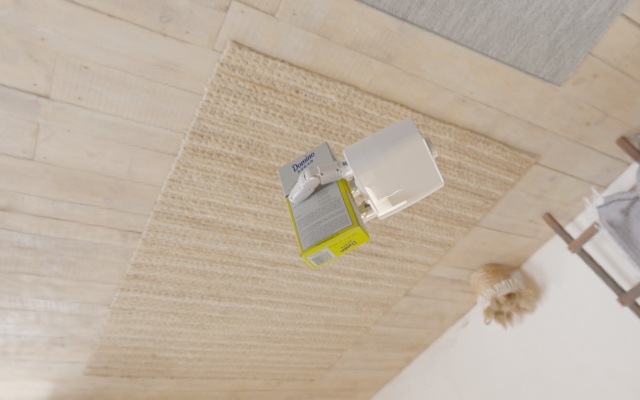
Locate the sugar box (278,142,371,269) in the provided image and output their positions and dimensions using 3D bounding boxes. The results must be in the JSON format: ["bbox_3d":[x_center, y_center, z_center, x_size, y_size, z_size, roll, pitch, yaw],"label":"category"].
[{"bbox_3d":[0.001,0.003,0.695,0.093,0.176,0.048,-28,-44,12],"label":"sugar box"}]
